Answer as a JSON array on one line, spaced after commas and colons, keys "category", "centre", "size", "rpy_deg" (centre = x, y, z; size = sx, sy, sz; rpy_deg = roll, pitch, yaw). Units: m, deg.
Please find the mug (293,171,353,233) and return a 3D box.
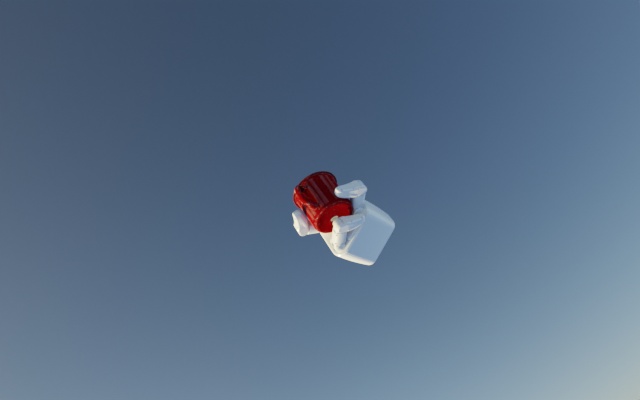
[{"category": "mug", "centre": [-0.001, 0.003, 0.877], "size": [0.117, 0.093, 0.081], "rpy_deg": [24, 23, -46]}]
